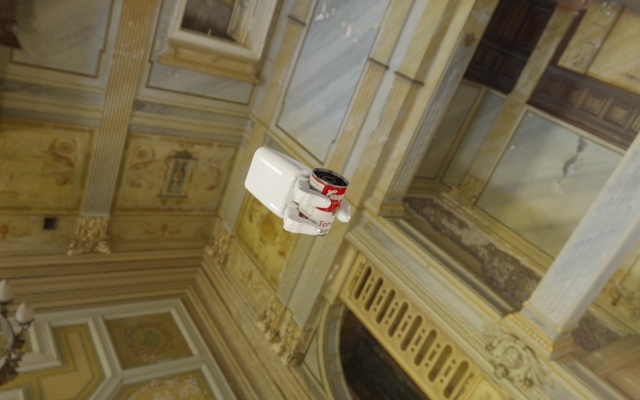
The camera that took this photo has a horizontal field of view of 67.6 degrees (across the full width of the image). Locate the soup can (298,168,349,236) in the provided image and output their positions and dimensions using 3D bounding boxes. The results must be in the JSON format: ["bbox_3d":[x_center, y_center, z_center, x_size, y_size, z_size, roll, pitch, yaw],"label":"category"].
[{"bbox_3d":[0.000,0.003,0.842,0.068,0.102,0.068,19,22,-8],"label":"soup can"}]
